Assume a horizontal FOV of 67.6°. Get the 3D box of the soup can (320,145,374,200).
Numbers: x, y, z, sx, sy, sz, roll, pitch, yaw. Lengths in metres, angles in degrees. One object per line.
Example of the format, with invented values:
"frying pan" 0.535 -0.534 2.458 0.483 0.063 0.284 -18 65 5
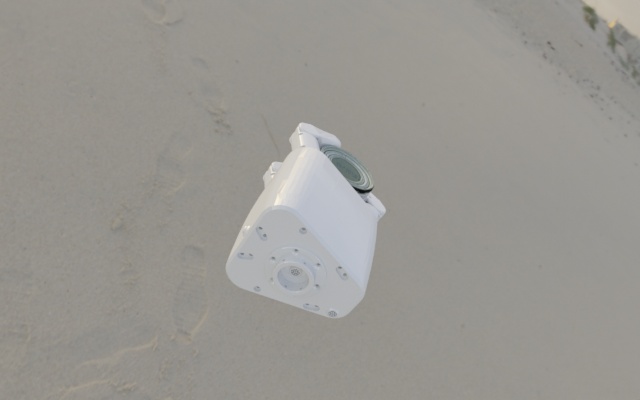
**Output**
"soup can" 0.000 0.001 0.498 0.068 0.068 0.102 0 -44 -48
